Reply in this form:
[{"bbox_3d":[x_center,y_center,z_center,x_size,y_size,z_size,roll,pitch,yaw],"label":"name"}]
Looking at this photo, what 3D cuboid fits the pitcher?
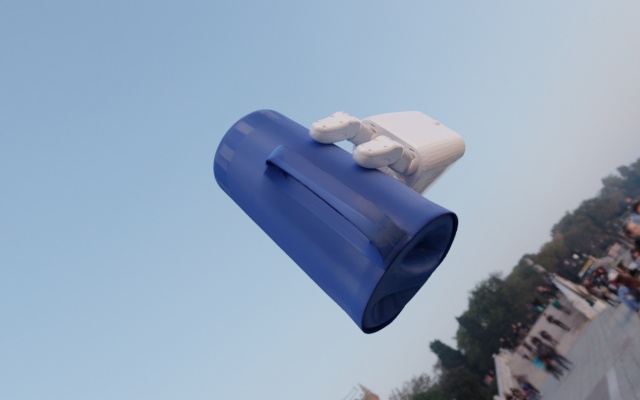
[{"bbox_3d":[0.000,0.002,0.472,0.242,0.149,0.145,37,38,29],"label":"pitcher"}]
